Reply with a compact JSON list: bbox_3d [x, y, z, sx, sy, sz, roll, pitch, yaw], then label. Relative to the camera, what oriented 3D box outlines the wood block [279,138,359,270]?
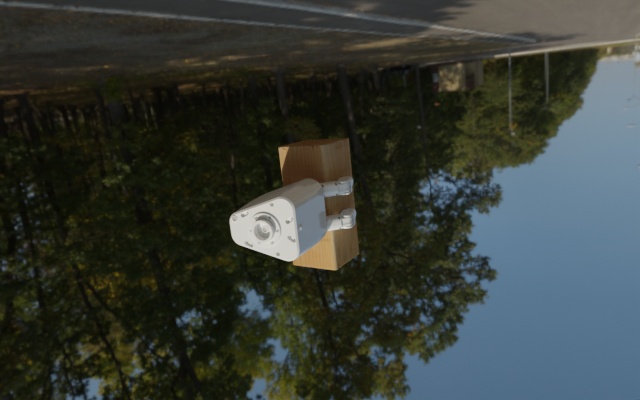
[{"bbox_3d":[0.000,0.003,0.815,0.091,0.206,0.090,2,15,32],"label":"wood block"}]
